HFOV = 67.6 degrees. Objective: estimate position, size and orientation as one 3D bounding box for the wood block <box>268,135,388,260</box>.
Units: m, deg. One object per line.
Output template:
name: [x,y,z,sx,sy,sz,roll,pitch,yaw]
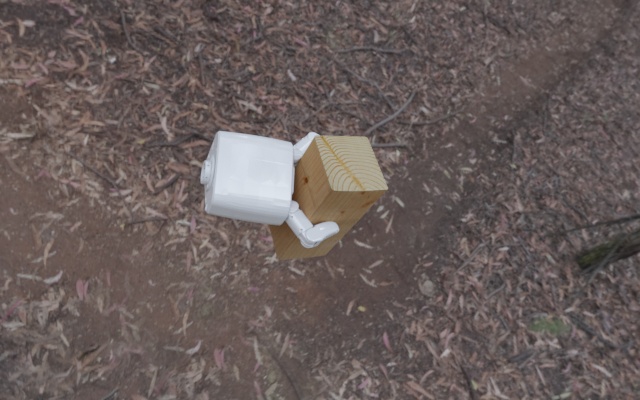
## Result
wood block: [0.000,0.003,0.714,0.090,0.090,0.206,-2,-30,-29]
